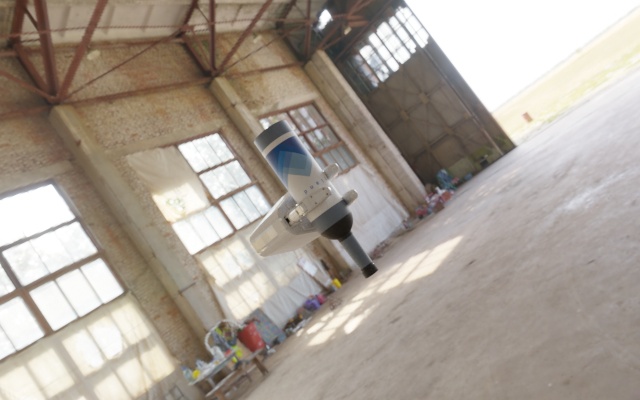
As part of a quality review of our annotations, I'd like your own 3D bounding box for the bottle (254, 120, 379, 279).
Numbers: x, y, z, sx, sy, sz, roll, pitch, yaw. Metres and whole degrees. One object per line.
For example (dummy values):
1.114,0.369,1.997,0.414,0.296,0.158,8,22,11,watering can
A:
0.000,0.002,0.800,0.069,0.295,0.069,-35,-4,-3,bottle
